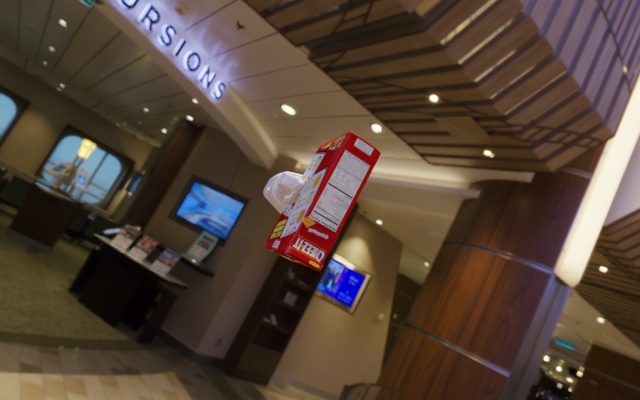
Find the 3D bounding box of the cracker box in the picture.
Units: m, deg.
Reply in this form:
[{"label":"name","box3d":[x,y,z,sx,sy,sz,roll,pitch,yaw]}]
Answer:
[{"label":"cracker box","box3d":[0.000,0.002,0.796,0.072,0.213,0.164,30,-10,-14]}]
